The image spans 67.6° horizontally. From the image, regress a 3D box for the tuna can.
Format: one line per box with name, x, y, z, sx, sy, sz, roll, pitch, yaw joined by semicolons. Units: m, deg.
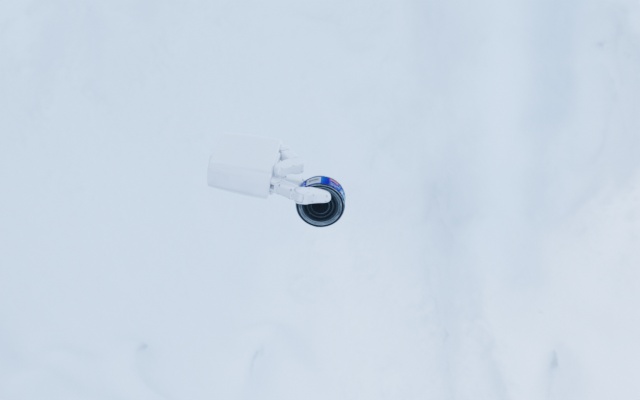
tuna can;0.000;0.003;0.818;0.086;0.086;0.033;0;28;3
